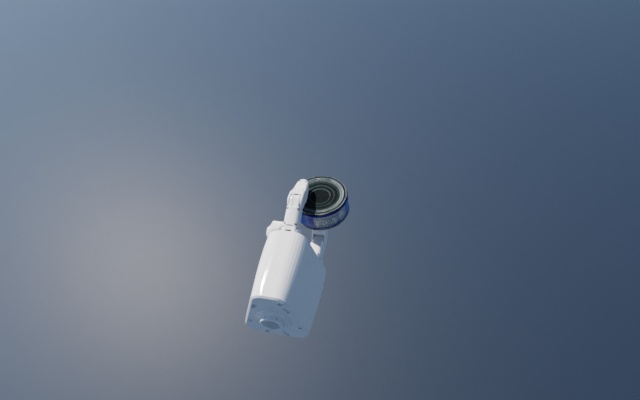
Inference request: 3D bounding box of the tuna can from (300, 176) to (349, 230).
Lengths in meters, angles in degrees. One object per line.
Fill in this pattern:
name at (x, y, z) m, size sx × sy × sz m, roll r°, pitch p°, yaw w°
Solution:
tuna can at (0.000, 0.002, 0.727) m, size 0.086 × 0.086 × 0.034 m, roll 0°, pitch -44°, yaw 8°
